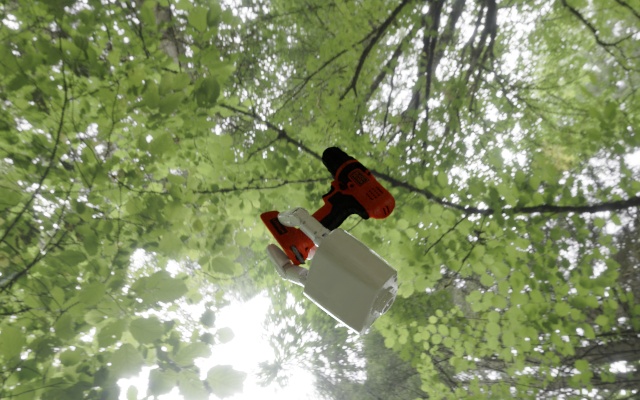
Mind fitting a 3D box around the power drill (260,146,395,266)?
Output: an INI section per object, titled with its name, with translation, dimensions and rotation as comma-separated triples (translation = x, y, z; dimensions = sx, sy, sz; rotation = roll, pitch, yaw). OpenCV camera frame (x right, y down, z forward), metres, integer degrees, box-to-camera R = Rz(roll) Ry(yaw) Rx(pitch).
[power drill]
translation = 0.000, 0.003, 0.765
dimensions = 0.187, 0.057, 0.184
rotation = -36, 44, -6
